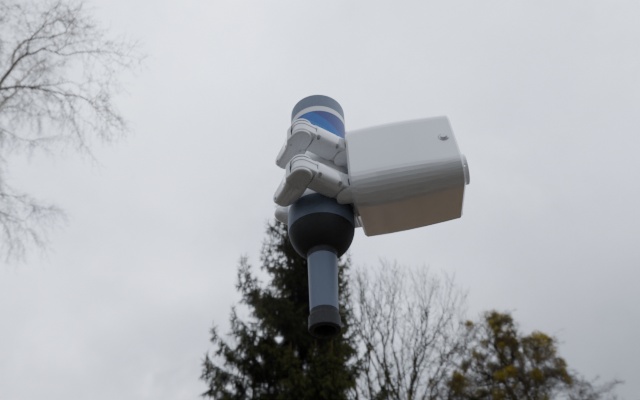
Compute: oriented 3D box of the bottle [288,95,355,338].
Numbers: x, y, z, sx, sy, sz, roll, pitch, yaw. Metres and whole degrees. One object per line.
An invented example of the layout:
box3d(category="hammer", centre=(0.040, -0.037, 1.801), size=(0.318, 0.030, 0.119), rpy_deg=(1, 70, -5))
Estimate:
box3d(category="bottle", centre=(0.000, 0.001, 0.497), size=(0.069, 0.295, 0.069), rpy_deg=(-1, -43, -1))
